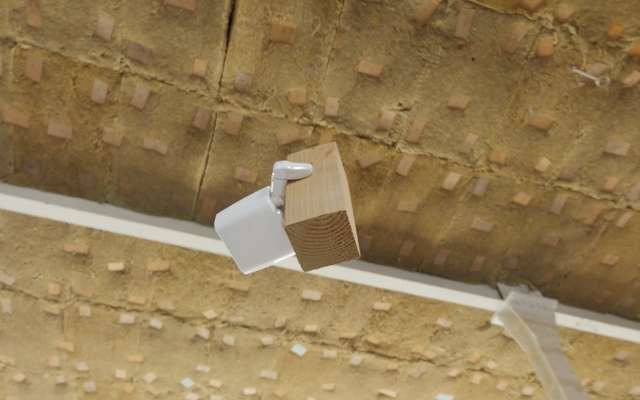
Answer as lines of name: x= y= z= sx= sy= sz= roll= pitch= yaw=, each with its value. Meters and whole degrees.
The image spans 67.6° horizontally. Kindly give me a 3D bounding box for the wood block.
wood block: x=0.000 y=0.002 z=0.747 sx=0.090 sy=0.091 sz=0.206 roll=-15 pitch=33 yaw=7
